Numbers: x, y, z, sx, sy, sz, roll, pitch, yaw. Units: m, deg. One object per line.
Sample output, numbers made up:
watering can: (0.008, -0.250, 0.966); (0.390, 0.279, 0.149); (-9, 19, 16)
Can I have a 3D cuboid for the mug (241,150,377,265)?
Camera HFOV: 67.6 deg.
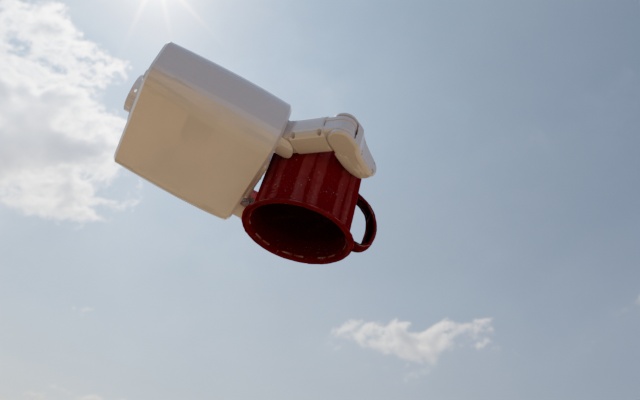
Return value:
mug: (0.001, 0.002, 0.409); (0.117, 0.081, 0.093); (28, -36, -16)
